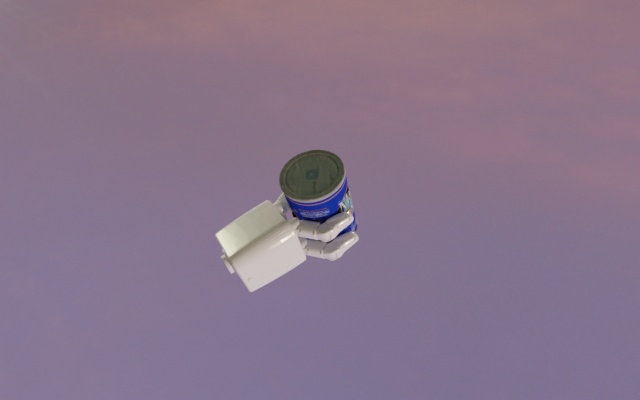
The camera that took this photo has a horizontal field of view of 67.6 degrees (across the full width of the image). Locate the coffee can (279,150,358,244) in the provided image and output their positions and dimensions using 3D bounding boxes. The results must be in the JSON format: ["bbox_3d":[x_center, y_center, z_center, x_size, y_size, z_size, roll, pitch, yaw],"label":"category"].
[{"bbox_3d":[0.000,0.002,0.774,0.103,0.102,0.140,0,-38,14],"label":"coffee can"}]
